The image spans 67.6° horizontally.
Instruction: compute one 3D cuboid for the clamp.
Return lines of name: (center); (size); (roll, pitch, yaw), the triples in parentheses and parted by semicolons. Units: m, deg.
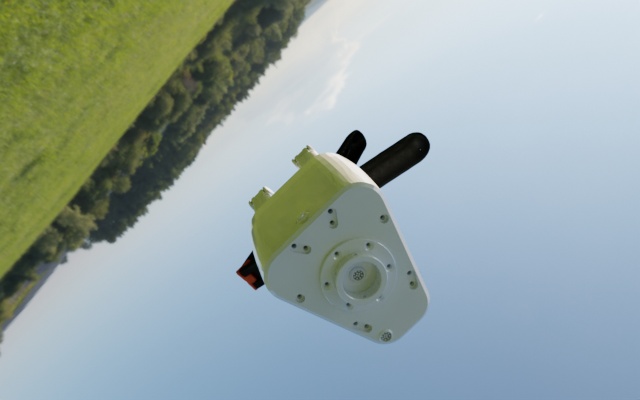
clamp: (0.000, 0.003, 0.477); (0.210, 0.036, 0.164); (-43, 16, 2)
